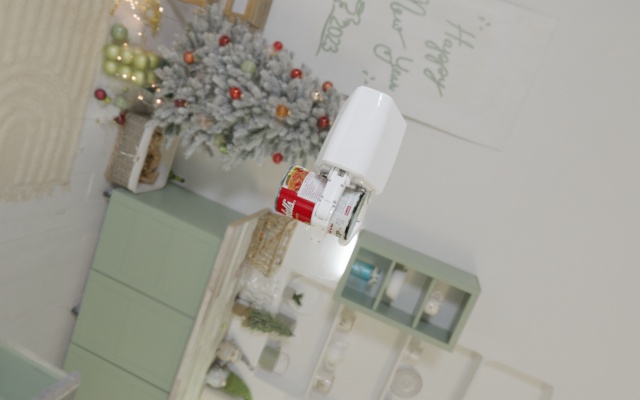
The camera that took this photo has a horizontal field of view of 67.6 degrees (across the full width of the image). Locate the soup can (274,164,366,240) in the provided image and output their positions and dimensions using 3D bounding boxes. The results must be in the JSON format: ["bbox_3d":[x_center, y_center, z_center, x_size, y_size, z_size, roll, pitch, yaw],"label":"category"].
[{"bbox_3d":[0.000,0.003,0.622,0.102,0.068,0.068,22,4,10],"label":"soup can"}]
